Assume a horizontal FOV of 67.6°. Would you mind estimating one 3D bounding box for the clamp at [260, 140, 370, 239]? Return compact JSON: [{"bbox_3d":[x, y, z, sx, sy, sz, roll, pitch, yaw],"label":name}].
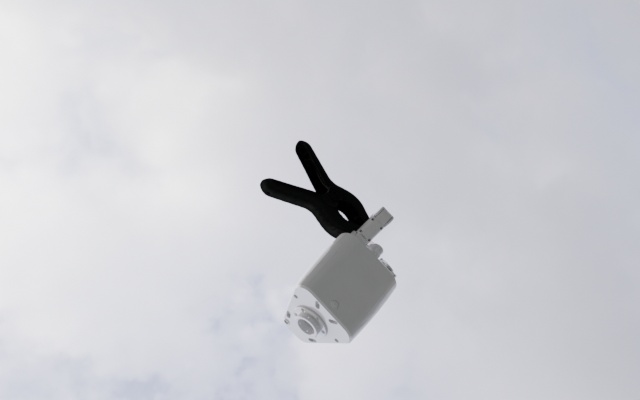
[{"bbox_3d":[0.000,0.002,0.643,0.120,0.171,0.039,-42,-4,-41],"label":"clamp"}]
